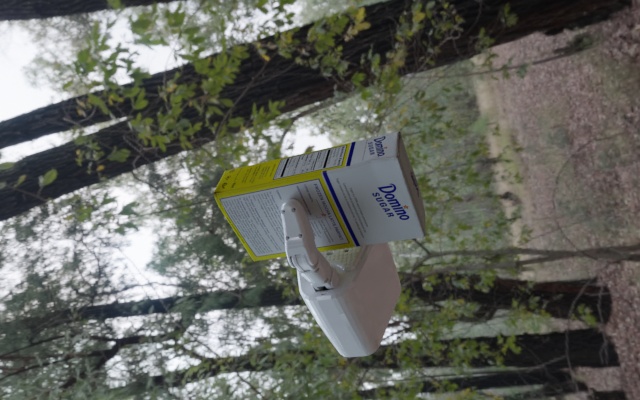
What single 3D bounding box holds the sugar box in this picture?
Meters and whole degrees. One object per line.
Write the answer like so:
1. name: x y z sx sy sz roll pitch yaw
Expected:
1. sugar box: 0.000 0.001 0.441 0.176 0.093 0.048 -11 37 19
